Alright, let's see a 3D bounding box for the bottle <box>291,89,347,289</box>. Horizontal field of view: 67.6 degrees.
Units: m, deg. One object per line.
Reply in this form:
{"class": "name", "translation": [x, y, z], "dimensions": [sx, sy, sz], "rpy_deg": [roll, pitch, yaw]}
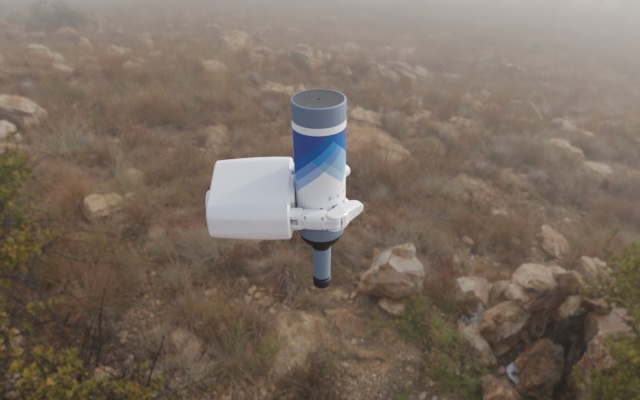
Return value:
{"class": "bottle", "translation": [0.000, 0.002, 0.646], "dimensions": [0.069, 0.296, 0.069], "rpy_deg": [-1, 33, 1]}
